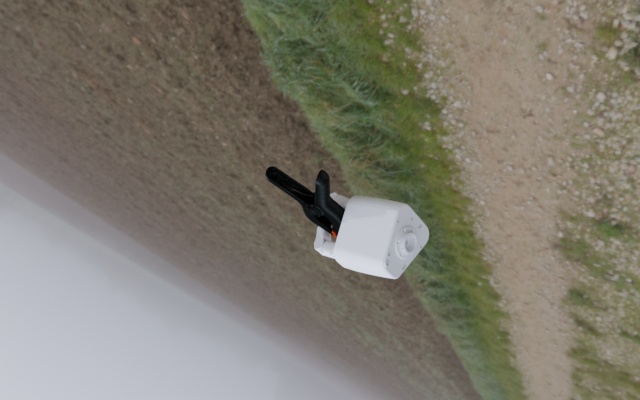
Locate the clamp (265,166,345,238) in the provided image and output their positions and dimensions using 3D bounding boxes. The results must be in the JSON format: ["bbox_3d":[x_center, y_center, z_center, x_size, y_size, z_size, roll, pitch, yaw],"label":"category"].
[{"bbox_3d":[0.000,0.003,0.763,0.120,0.039,0.171,7,-29,49],"label":"clamp"}]
